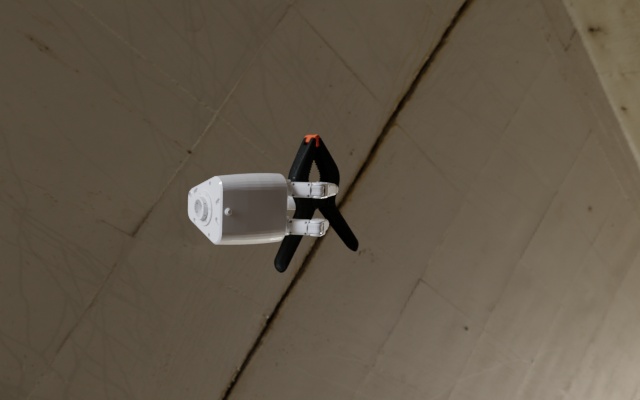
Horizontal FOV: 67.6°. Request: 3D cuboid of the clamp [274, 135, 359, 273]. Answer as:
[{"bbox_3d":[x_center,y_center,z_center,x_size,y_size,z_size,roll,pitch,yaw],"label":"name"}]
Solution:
[{"bbox_3d":[-0.001,0.002,0.760,0.164,0.210,0.036,-2,7,-40],"label":"clamp"}]
